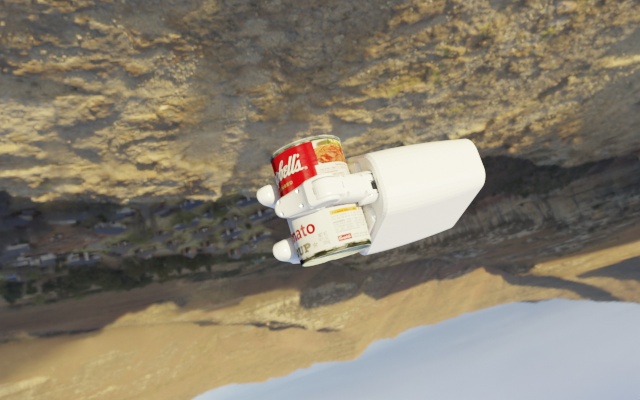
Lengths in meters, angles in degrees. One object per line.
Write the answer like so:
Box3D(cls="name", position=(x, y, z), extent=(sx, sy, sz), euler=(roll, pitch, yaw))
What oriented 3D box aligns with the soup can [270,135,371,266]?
Box3D(cls="soup can", position=(0.000, 0.002, 0.432), extent=(0.068, 0.102, 0.068), euler=(-16, -12, -4))
